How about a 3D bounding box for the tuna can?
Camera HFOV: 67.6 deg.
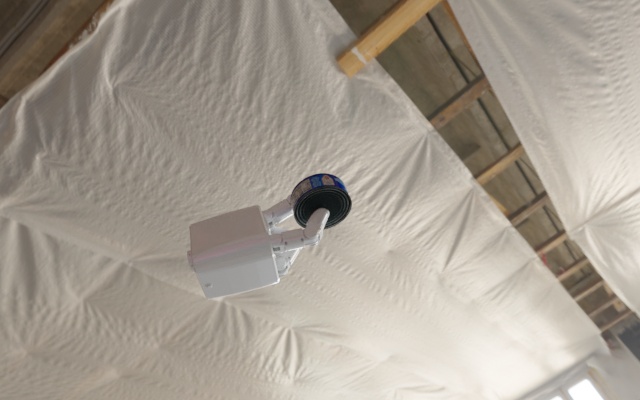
[{"bbox_3d":[0.000,0.002,0.694,0.086,0.086,0.033,0,42,-19],"label":"tuna can"}]
